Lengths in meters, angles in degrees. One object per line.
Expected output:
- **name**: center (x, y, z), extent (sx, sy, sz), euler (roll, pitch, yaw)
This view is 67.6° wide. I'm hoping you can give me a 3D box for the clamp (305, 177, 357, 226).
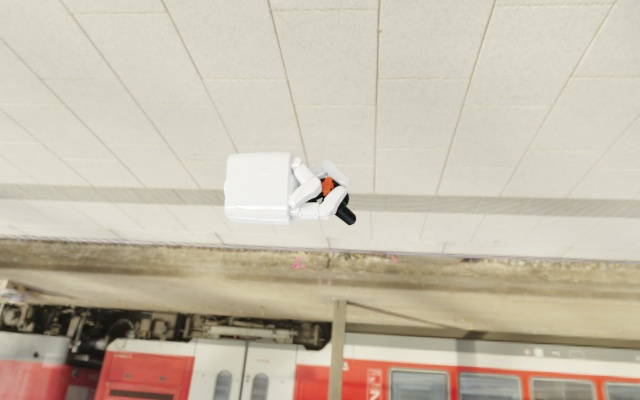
- **clamp**: center (0.000, 0.003, 0.853), extent (0.120, 0.039, 0.171), euler (1, -24, 8)
